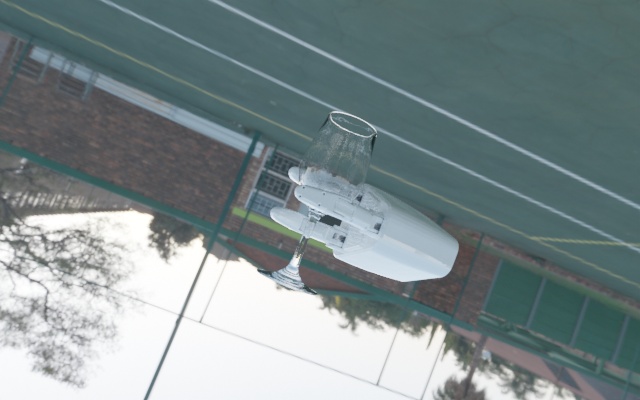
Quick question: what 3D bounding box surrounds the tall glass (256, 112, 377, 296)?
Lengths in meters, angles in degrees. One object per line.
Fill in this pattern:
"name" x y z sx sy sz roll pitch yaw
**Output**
"tall glass" 0.000 0.002 0.549 0.079 0.201 0.079 22 -6 2
